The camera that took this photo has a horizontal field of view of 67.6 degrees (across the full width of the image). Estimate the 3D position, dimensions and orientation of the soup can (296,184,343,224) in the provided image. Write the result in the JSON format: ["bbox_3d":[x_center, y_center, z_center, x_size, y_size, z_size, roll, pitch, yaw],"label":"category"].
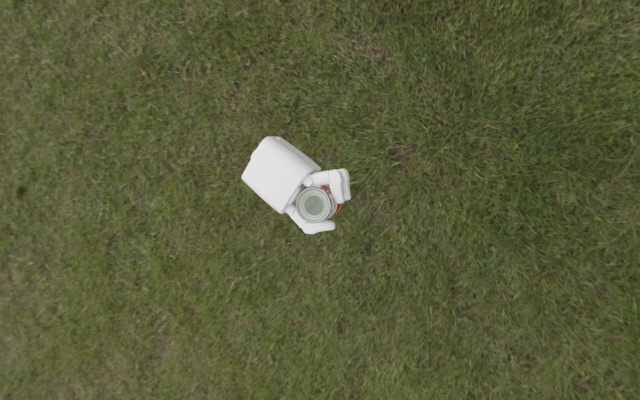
[{"bbox_3d":[0.000,0.003,0.889,0.068,0.068,0.102,0,6,15],"label":"soup can"}]
